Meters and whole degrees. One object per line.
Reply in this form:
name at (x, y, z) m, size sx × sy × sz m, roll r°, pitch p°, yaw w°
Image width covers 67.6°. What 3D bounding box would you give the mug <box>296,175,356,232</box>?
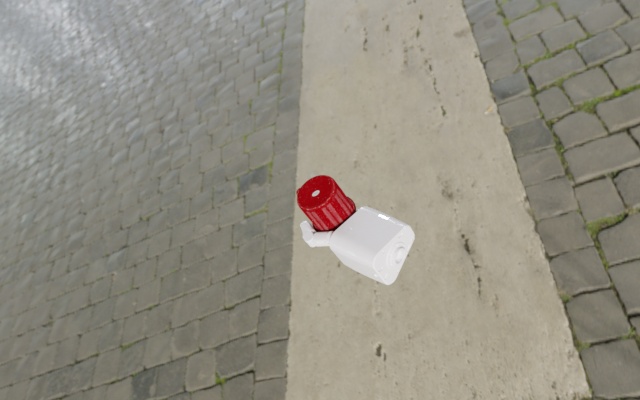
mug at (-0.001, 0.002, 0.900) m, size 0.117 × 0.093 × 0.081 m, roll 23°, pitch -20°, yaw 42°
